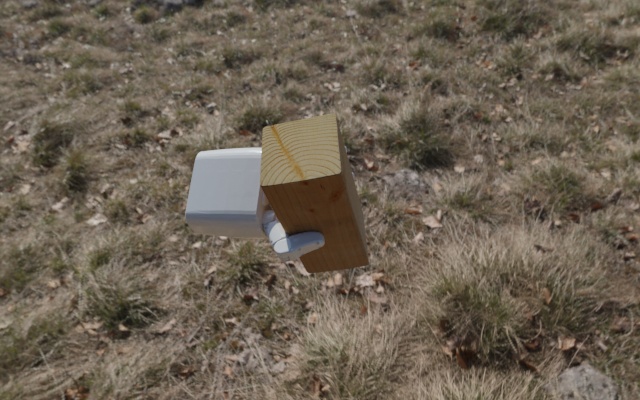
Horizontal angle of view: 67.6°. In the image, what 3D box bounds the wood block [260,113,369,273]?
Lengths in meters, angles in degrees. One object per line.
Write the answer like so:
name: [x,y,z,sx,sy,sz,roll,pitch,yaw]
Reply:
wood block: [0.000,0.002,0.602,0.090,0.090,0.206,-9,-36,9]
